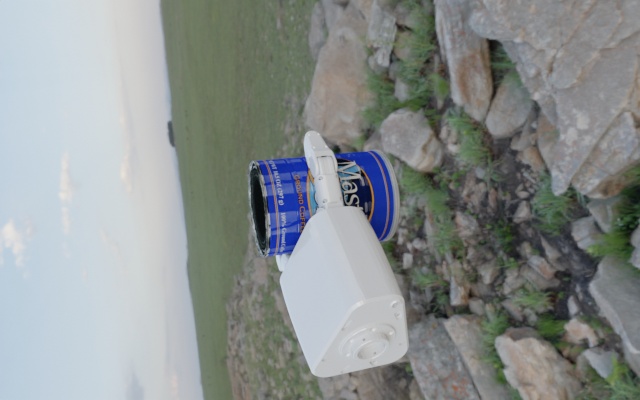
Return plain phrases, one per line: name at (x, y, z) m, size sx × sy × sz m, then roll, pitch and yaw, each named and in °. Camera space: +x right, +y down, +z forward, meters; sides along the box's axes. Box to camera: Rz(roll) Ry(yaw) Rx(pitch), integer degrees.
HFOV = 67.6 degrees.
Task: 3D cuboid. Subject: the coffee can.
coffee can at (0.000, 0.002, 0.515) m, size 0.140 × 0.103 × 0.103 m, roll -6°, pitch 2°, yaw -16°
